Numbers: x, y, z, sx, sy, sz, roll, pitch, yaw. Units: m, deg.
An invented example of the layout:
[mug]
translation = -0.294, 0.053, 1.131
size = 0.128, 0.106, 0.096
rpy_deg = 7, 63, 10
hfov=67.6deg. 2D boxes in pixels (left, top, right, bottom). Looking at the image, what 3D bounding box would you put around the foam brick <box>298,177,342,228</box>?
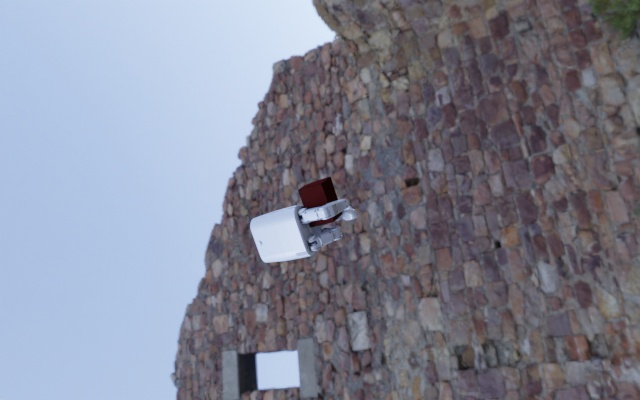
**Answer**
[foam brick]
translation = 0.000, 0.003, 0.897
size = 0.051, 0.078, 0.053
rpy_deg = -14, 10, 25
